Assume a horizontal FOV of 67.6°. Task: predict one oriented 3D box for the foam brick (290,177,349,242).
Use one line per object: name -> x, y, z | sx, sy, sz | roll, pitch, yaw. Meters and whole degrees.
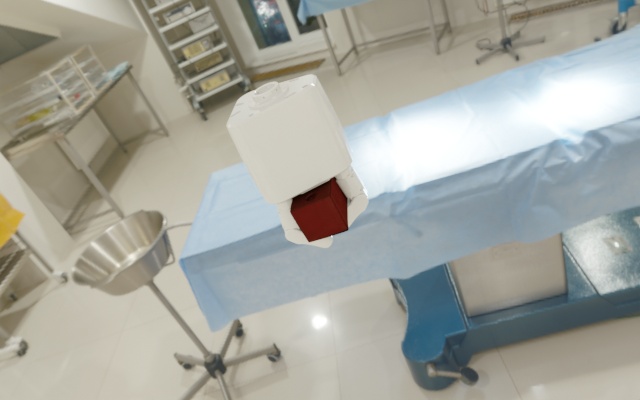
foam brick -> 0.000, 0.002, 0.571 | 0.053, 0.051, 0.078 | -20, 32, 15
